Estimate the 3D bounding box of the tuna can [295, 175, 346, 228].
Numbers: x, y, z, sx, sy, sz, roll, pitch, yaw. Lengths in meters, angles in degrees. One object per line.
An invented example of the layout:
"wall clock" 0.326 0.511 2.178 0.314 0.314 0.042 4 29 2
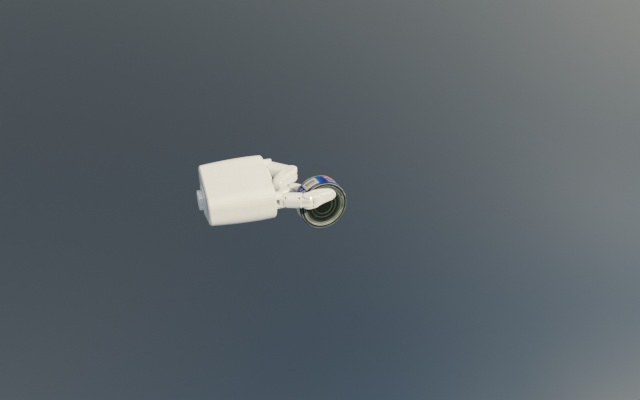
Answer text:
"tuna can" 0.000 0.003 0.814 0.086 0.086 0.033 0 23 -25
